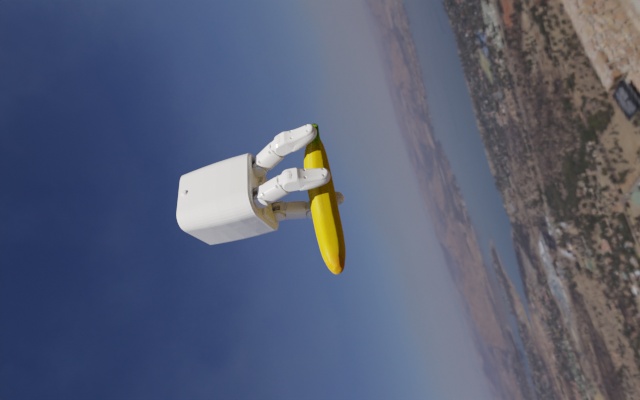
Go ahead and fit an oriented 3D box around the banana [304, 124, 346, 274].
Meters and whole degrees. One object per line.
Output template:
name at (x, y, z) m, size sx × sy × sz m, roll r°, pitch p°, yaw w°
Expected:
banana at (0.003, 0.003, 0.633) m, size 0.037 × 0.197 × 0.070 m, roll -13°, pitch -13°, yaw 7°
